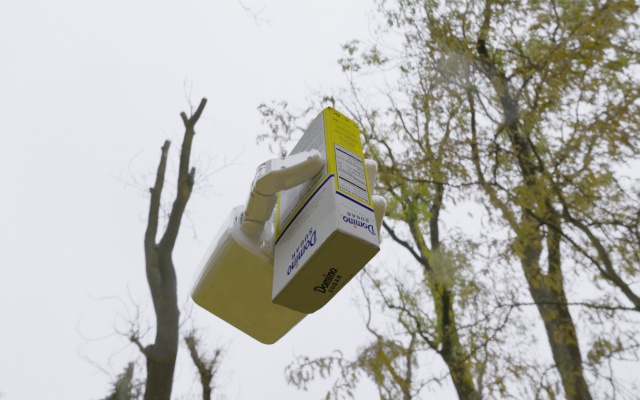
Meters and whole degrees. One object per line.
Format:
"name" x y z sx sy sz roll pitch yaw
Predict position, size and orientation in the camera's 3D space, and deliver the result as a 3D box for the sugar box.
"sugar box" 0.000 0.002 0.417 0.048 0.176 0.093 24 -55 -24
